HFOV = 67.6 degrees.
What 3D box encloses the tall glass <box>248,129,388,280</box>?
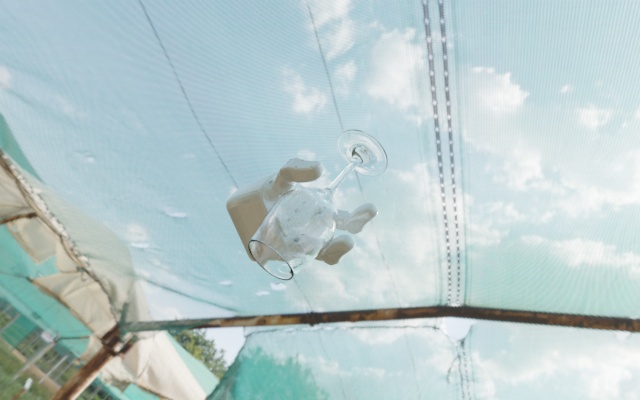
[{"bbox_3d":[0.001,0.001,0.570,0.079,0.079,0.201,0,40,46],"label":"tall glass"}]
